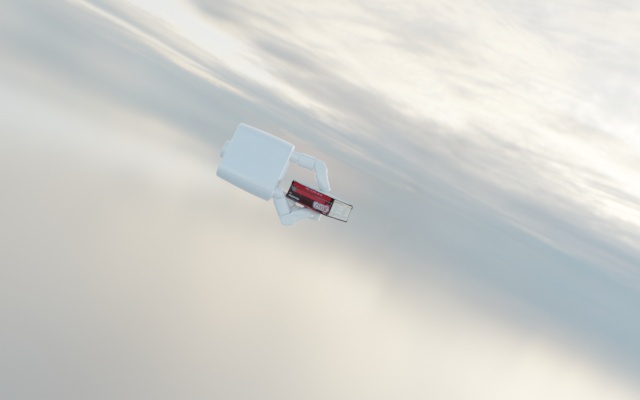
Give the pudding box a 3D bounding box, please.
[{"bbox_3d":[0.000,0.003,0.871,0.090,0.039,0.113,26,4,22],"label":"pudding box"}]
